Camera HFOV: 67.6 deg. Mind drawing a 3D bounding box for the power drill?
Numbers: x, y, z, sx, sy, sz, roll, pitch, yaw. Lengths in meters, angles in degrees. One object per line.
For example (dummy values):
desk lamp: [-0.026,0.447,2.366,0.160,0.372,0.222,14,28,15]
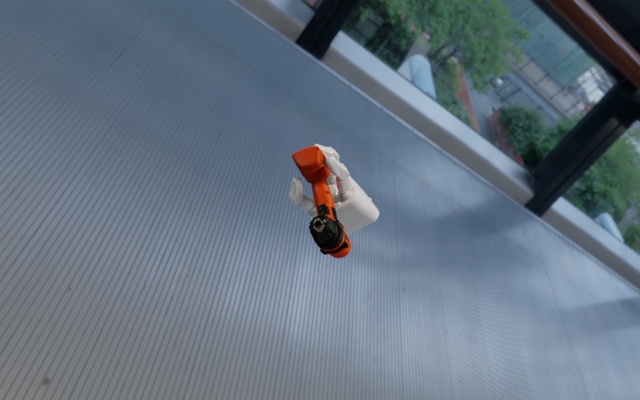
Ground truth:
power drill: [0.000,0.002,0.844,0.057,0.187,0.184,-16,-20,6]
